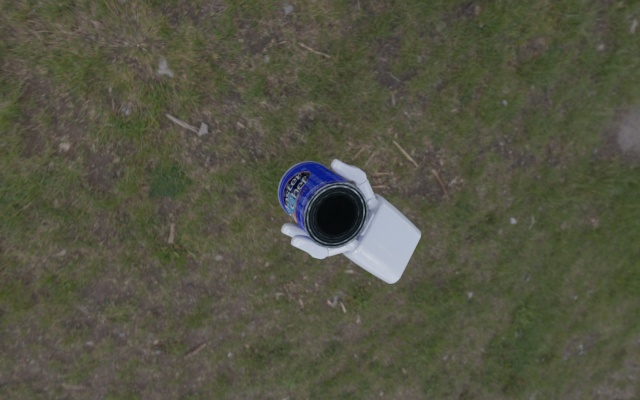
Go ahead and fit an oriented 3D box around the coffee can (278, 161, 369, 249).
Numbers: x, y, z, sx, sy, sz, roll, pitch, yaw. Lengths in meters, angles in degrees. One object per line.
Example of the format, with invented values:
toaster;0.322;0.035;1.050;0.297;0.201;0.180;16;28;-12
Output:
coffee can;0.000;0.002;0.754;0.103;0.103;0.140;0;17;-21
